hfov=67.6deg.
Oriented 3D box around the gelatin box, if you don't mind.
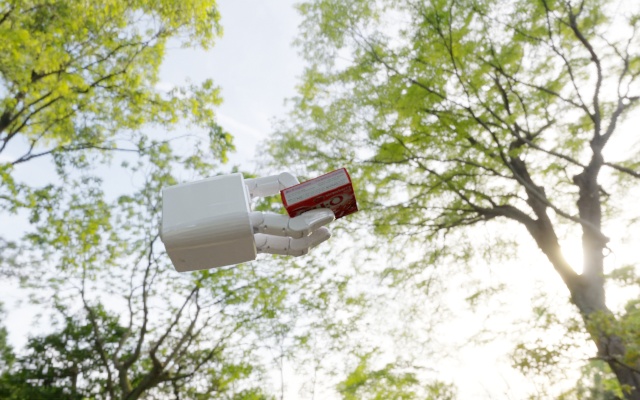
[{"bbox_3d":[0.000,0.002,0.611,0.089,0.030,0.073,-21,-32,-1],"label":"gelatin box"}]
